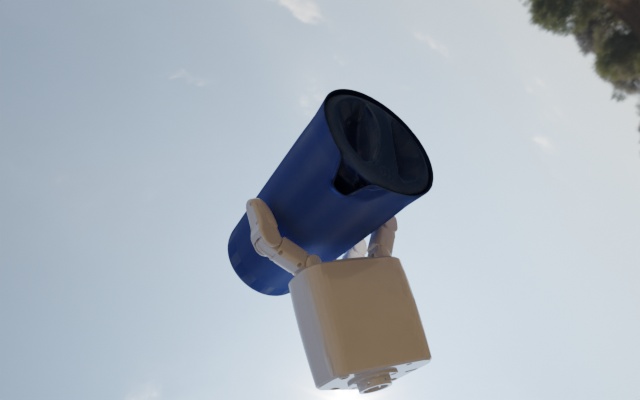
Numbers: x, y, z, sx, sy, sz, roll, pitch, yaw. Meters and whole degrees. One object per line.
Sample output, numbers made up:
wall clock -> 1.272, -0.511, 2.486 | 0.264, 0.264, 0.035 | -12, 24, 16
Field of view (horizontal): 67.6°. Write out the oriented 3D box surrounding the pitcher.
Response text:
pitcher -> 0.000, 0.002, 0.534 | 0.149, 0.145, 0.243 | 9, -40, -37
